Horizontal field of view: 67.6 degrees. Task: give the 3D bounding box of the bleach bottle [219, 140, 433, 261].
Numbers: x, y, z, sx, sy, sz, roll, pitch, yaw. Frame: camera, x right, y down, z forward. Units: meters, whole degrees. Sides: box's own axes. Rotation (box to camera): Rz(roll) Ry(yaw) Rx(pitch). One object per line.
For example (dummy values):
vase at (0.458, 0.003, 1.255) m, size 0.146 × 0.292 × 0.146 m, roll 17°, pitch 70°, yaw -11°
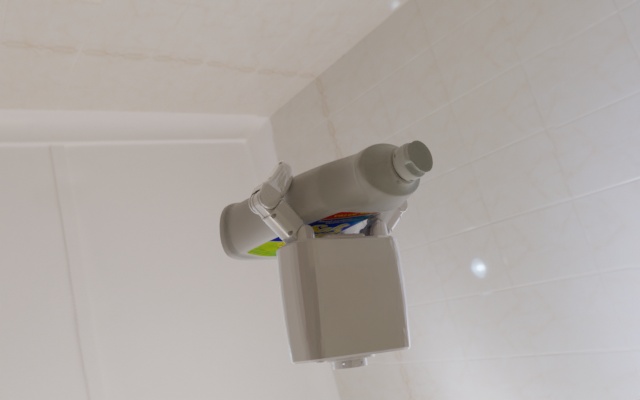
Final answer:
bleach bottle at (0.000, 0.002, 0.475) m, size 0.102 × 0.068 × 0.251 m, roll 6°, pitch -22°, yaw -37°
